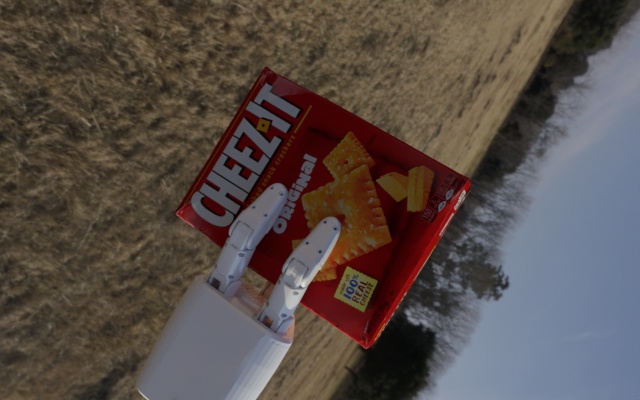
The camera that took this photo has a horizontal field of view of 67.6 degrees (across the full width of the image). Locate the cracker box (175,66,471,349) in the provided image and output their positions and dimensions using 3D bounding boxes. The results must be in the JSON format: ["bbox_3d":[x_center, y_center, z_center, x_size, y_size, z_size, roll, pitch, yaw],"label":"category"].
[{"bbox_3d":[0.000,0.002,0.435,0.213,0.164,0.072,32,0,15],"label":"cracker box"}]
